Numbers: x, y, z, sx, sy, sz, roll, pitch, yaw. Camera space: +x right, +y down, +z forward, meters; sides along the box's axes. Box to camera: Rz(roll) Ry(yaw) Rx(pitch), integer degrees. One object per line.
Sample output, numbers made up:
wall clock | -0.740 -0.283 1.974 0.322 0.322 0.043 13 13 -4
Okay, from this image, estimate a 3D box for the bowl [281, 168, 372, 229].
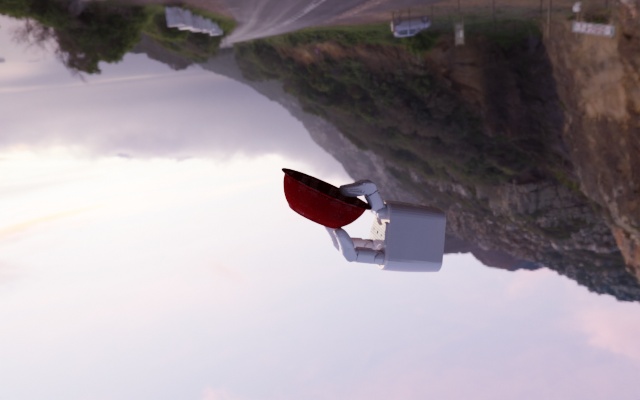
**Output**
bowl | -0.001 0.002 0.783 0.162 0.055 0.162 24 8 -4
